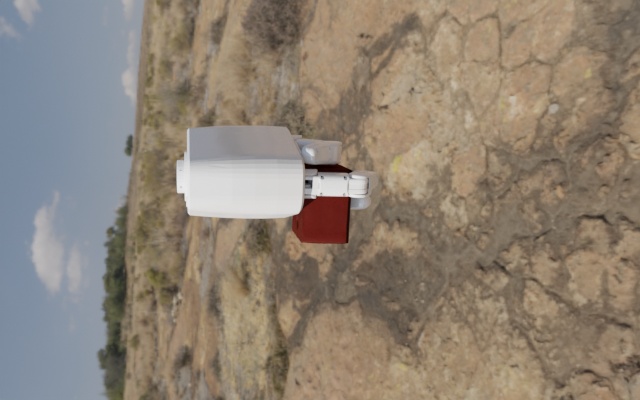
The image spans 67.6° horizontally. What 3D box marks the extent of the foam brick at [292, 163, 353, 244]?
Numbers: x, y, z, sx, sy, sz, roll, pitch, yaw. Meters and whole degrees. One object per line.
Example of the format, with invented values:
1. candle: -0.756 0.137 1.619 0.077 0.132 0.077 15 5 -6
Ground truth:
1. foam brick: 0.000 0.002 0.502 0.051 0.078 0.053 -1 12 -15
